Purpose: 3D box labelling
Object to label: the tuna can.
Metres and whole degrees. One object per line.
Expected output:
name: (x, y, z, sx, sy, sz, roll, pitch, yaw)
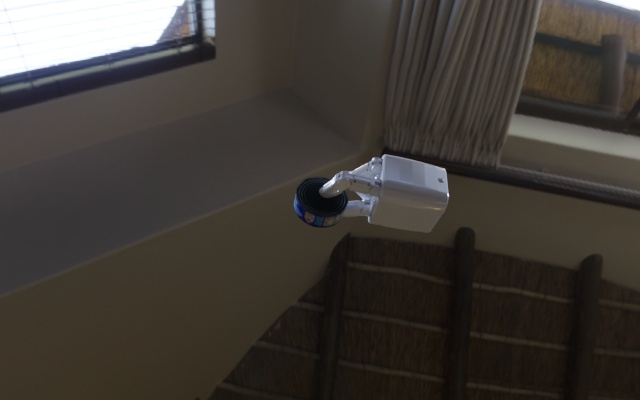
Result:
tuna can: (0.000, 0.003, 0.777, 0.086, 0.086, 0.034, 0, -42, -15)
